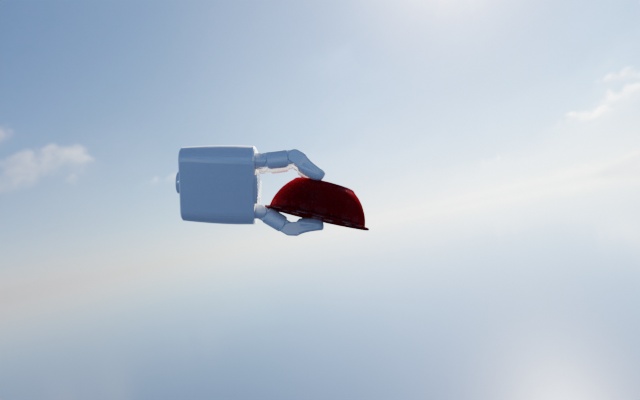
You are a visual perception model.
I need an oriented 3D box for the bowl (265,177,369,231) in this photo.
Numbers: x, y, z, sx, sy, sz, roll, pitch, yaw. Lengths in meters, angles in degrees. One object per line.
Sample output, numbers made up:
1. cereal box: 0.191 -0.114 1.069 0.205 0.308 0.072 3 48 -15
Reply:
1. bowl: 0.001 0.002 0.720 0.162 0.055 0.162 13 -5 1
